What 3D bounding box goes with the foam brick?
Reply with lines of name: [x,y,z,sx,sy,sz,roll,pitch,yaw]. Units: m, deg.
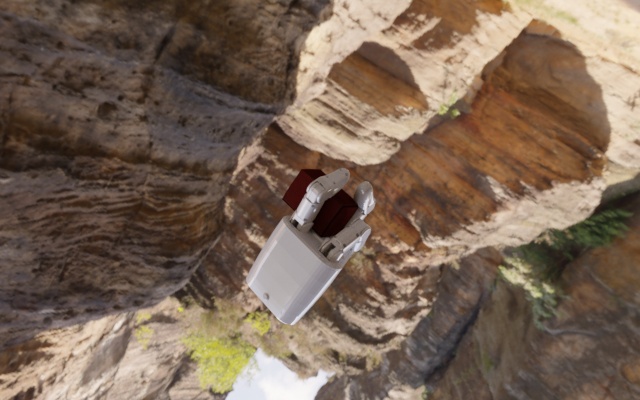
foam brick: [0.000,0.002,0.620,0.078,0.051,0.053,43,21,22]
